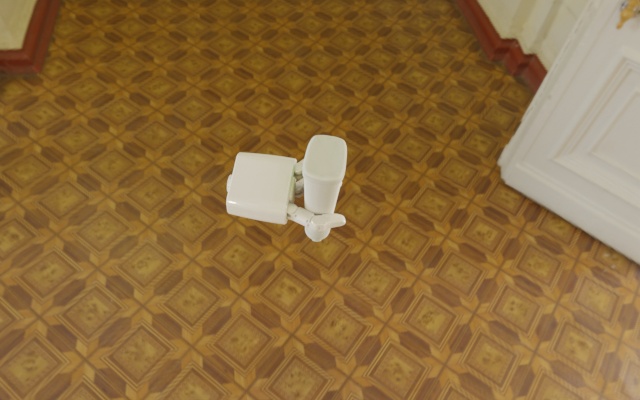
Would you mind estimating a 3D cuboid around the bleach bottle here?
[{"bbox_3d":[0.000,0.003,0.861,0.068,0.102,0.251,9,-37,2],"label":"bleach bottle"}]
